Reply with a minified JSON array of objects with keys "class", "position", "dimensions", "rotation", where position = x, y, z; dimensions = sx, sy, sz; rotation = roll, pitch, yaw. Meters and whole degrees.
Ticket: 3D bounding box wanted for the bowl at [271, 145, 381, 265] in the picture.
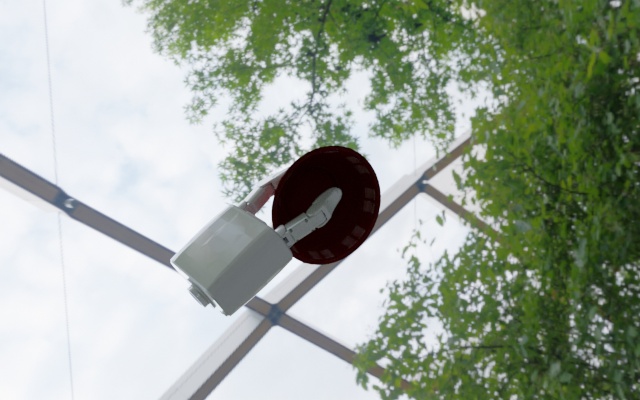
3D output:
[{"class":"bowl","position":[0.001,0.001,0.644],"dimensions":[0.162,0.162,0.055],"rotation":[0,15,-28]}]
